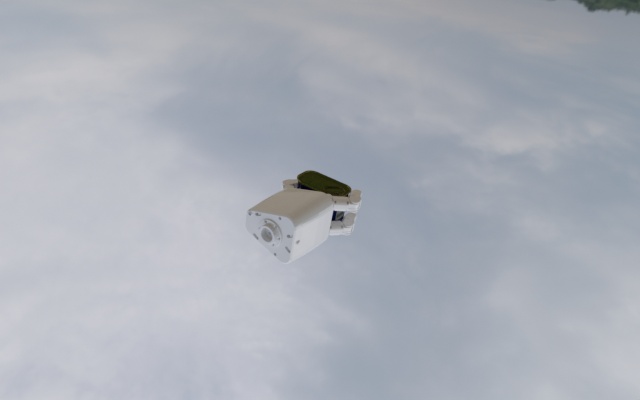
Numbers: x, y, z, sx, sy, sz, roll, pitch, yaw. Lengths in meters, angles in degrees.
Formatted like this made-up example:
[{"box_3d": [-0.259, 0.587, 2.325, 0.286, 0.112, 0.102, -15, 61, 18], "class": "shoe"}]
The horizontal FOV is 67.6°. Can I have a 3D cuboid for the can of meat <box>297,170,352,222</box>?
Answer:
[{"box_3d": [0.000, 0.003, 0.897, 0.102, 0.084, 0.057, 25, 32, 23], "class": "can of meat"}]
